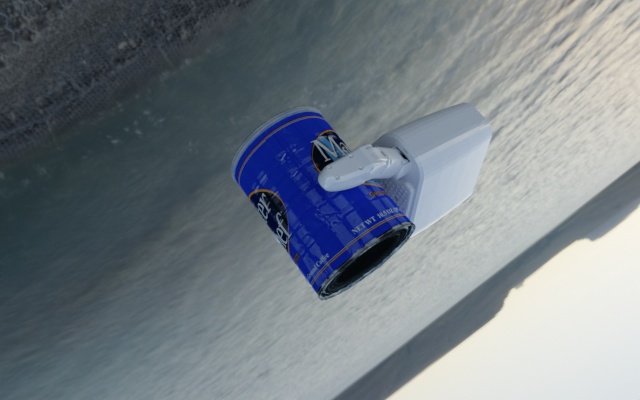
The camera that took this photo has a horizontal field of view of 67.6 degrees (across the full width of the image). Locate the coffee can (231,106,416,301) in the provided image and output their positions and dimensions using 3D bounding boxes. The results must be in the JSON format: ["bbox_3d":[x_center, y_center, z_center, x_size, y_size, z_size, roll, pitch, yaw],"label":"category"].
[{"bbox_3d":[0.000,0.001,0.426,0.103,0.140,0.103,-33,-20,-14],"label":"coffee can"}]
